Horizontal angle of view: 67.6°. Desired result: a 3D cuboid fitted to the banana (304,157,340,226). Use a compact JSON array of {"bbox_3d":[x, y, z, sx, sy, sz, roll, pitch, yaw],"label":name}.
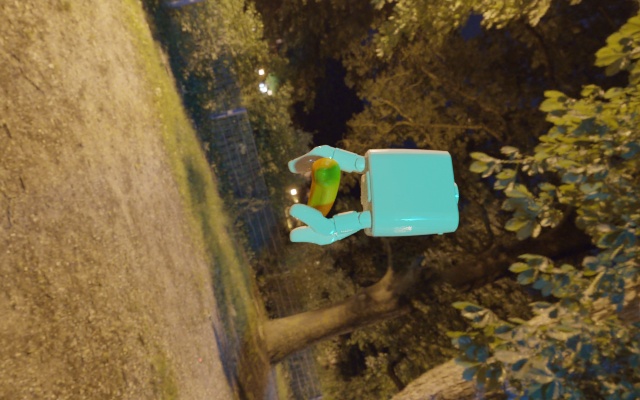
[{"bbox_3d":[0.004,-0.013,0.617,0.037,0.069,0.198,13,-26,1],"label":"banana"}]
